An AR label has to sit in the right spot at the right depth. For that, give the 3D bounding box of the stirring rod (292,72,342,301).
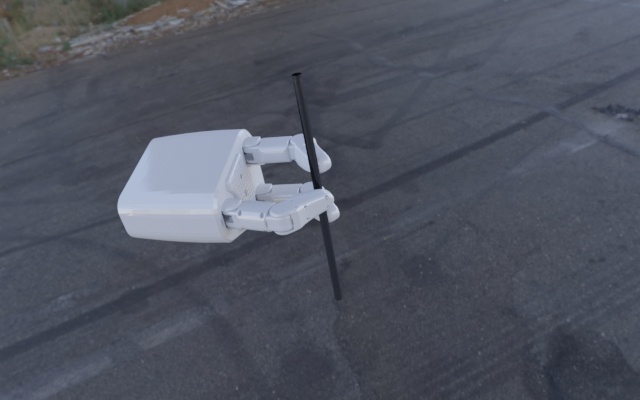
[{"bbox_3d":[0.000,0.002,0.439,0.011,0.240,0.011,-8,32,5],"label":"stirring rod"}]
